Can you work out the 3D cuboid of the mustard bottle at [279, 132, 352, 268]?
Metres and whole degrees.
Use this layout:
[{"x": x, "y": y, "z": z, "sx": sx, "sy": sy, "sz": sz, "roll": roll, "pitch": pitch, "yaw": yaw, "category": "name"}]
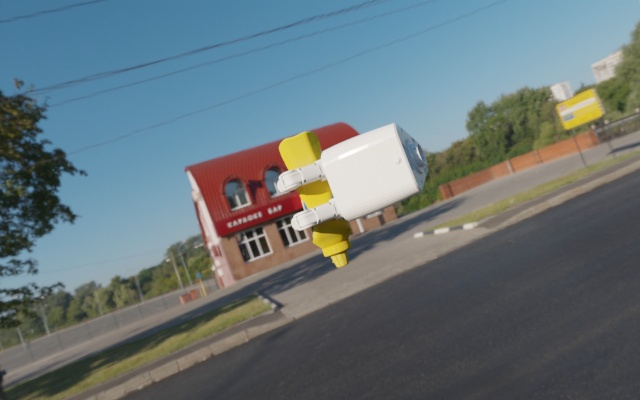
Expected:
[{"x": 0.000, "y": 0.002, "z": 0.680, "sx": 0.058, "sy": 0.191, "sz": 0.096, "roll": -21, "pitch": -3, "yaw": 0, "category": "mustard bottle"}]
